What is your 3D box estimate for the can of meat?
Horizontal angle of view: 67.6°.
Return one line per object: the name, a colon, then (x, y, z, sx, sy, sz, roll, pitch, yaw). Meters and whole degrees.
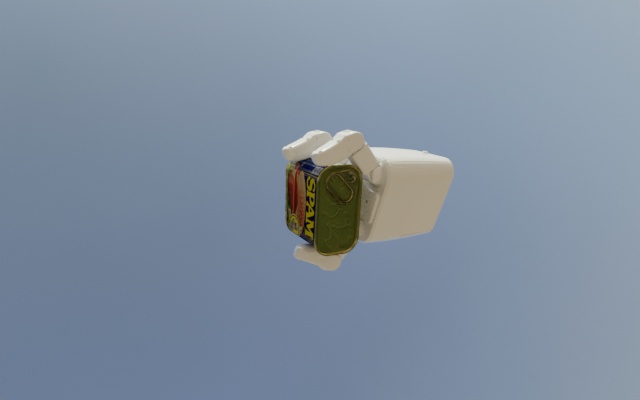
can of meat: (0.000, 0.002, 0.553, 0.057, 0.102, 0.084, -6, 17, -29)
